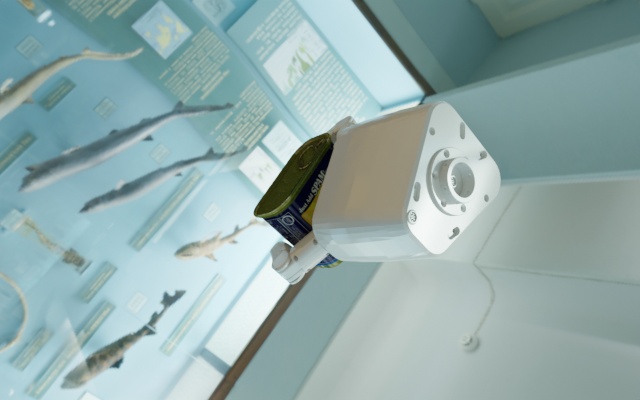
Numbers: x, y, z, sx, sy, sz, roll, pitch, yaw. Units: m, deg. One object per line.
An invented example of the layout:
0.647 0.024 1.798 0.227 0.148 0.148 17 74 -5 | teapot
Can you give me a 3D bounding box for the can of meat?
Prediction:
0.000 0.002 0.456 0.084 0.102 0.057 45 -31 -22 | can of meat
